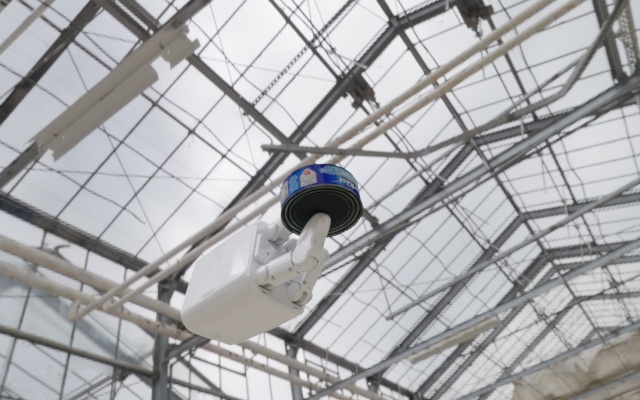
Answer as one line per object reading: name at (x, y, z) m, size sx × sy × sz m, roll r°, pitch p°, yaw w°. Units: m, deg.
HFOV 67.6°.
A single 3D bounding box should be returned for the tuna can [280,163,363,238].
tuna can at (0.000, 0.001, 0.500) m, size 0.086 × 0.033 × 0.086 m, roll -5°, pitch -41°, yaw -4°
